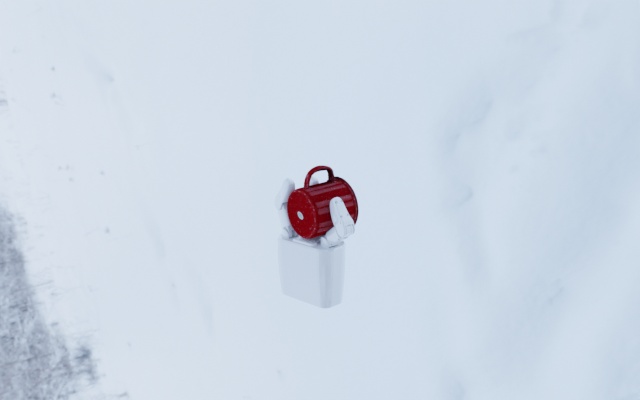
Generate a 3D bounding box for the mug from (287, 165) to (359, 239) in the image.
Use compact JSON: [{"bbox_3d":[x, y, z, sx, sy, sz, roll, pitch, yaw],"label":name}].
[{"bbox_3d":[0.000,0.001,0.760,0.081,0.117,0.093,-14,22,-36],"label":"mug"}]
